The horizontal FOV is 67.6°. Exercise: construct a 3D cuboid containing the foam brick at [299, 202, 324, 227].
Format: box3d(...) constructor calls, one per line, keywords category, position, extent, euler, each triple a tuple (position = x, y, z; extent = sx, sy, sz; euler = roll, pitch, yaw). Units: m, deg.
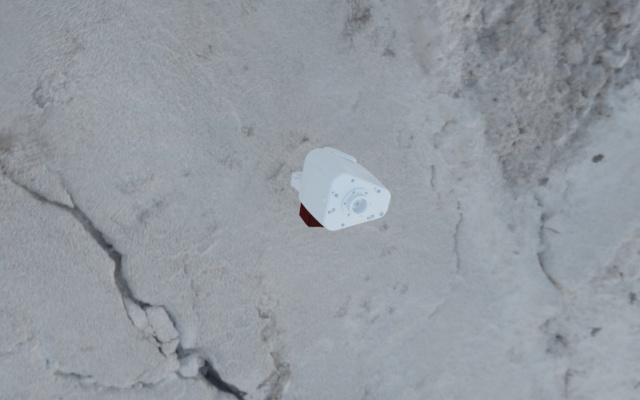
box3d(category="foam brick", position=(0.000, 0.003, 0.831), extent=(0.053, 0.078, 0.051), euler=(2, 23, -24))
